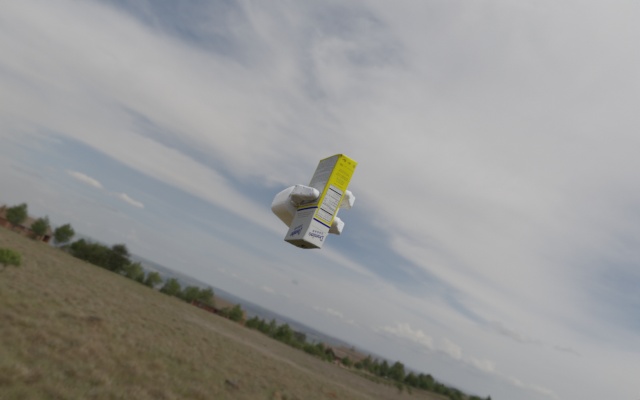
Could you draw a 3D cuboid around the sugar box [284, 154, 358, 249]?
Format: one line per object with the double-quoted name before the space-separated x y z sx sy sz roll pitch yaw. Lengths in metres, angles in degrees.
"sugar box" 0.001 0.003 0.880 0.048 0.176 0.093 28 -15 -21
